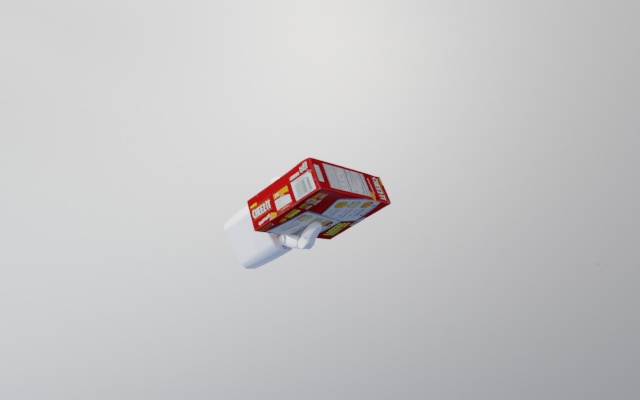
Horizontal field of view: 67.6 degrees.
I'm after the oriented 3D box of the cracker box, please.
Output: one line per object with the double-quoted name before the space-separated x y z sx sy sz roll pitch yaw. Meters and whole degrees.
"cracker box" 0.000 0.003 0.879 0.164 0.072 0.214 -33 -26 32
